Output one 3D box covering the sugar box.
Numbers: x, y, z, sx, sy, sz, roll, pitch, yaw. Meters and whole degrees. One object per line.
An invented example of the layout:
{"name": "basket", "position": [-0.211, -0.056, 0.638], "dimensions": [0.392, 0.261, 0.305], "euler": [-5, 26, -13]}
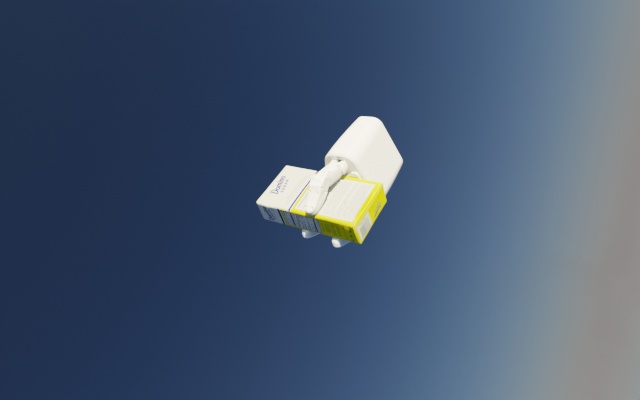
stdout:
{"name": "sugar box", "position": [0.000, 0.003, 0.727], "dimensions": [0.176, 0.048, 0.093], "euler": [11, 50, 33]}
